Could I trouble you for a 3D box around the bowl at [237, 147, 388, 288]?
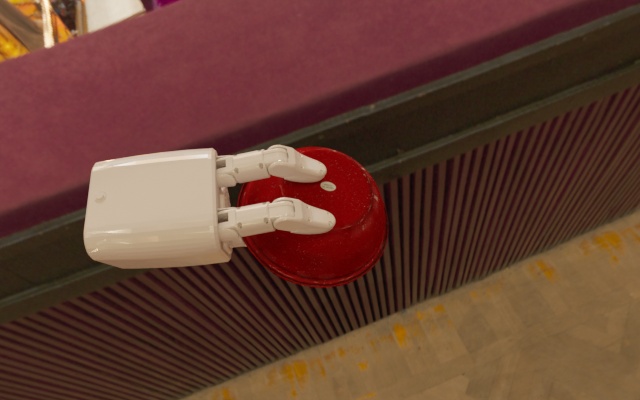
[{"bbox_3d":[0.001,0.001,0.476,0.162,0.162,0.055,0,-31,-16],"label":"bowl"}]
